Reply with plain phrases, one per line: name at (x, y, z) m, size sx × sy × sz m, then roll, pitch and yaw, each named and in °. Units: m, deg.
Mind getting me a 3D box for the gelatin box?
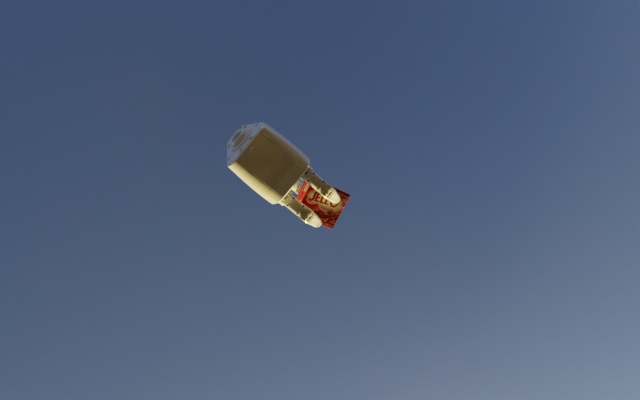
gelatin box at (0.000, 0.003, 0.872) m, size 0.089 × 0.073 × 0.030 m, roll 24°, pitch 7°, yaw -32°
